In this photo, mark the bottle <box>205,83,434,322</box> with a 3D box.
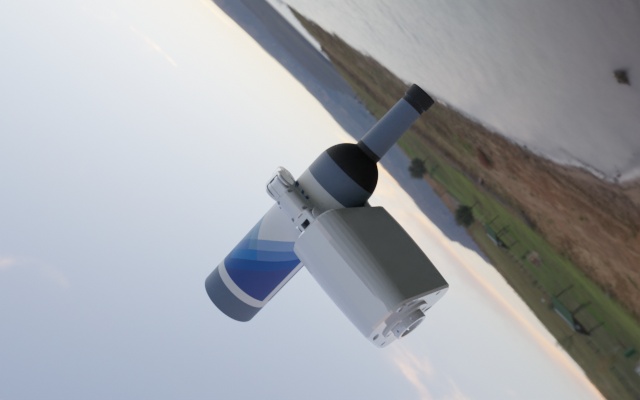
[{"bbox_3d":[0.000,0.002,0.486,0.069,0.296,0.069,41,12,-11],"label":"bottle"}]
